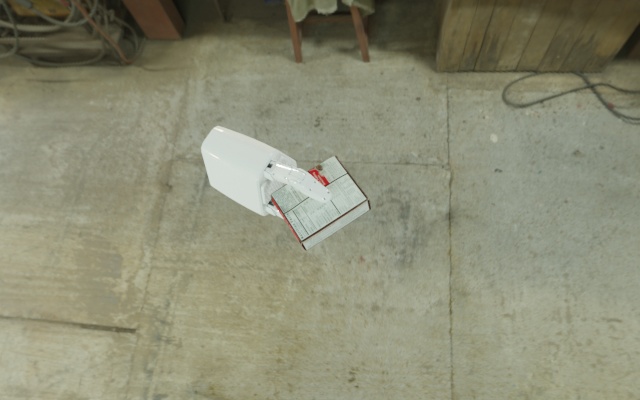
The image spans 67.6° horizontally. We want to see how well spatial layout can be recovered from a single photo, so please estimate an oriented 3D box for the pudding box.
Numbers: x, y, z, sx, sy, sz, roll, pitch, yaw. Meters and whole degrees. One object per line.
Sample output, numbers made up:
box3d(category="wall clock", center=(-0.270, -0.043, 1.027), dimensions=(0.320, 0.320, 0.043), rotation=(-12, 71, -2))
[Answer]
box3d(category="pudding box", center=(0.000, 0.002, 0.666), dimensions=(0.113, 0.090, 0.039), rotation=(-33, -25, -4))
